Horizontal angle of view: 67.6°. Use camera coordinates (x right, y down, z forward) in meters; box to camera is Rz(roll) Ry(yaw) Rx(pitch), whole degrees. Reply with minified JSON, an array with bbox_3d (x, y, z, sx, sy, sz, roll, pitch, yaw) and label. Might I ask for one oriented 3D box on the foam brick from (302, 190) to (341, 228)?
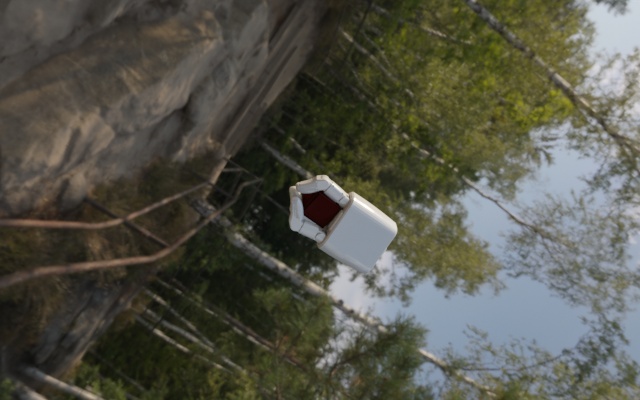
[{"bbox_3d":[0.000,0.003,0.873,0.051,0.053,0.078,34,22,-15],"label":"foam brick"}]
